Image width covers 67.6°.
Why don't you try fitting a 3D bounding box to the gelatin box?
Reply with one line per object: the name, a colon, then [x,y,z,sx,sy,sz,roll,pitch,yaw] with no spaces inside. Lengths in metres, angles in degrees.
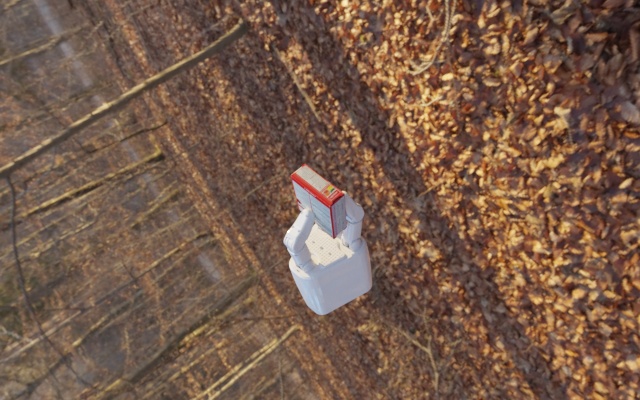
gelatin box: [0.000,0.002,0.642,0.073,0.030,0.089,39,-21,26]
